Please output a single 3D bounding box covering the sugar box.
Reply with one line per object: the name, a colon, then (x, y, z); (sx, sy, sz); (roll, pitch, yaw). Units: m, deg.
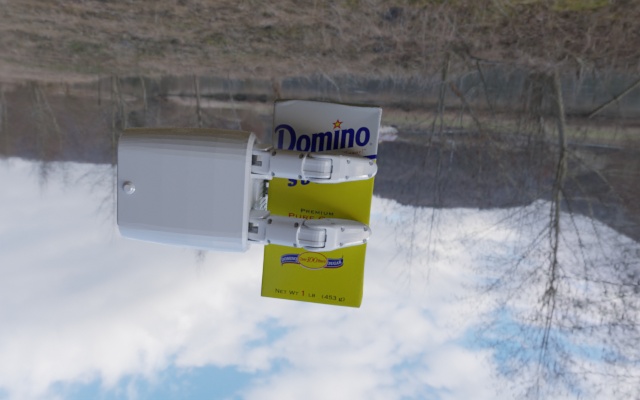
sugar box: (0.000, 0.002, 0.425); (0.093, 0.176, 0.048); (5, 11, 5)
